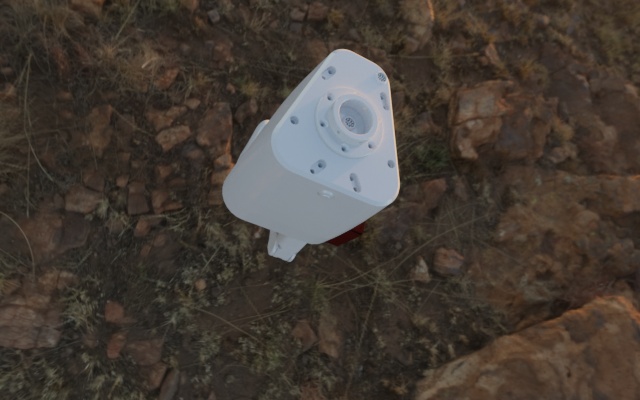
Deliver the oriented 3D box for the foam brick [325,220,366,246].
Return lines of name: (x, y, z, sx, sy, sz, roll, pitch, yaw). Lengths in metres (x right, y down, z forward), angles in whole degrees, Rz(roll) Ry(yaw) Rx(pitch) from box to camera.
foam brick: (0.000, 0.001, 0.440, 0.078, 0.053, 0.051, 22, -26, -19)
